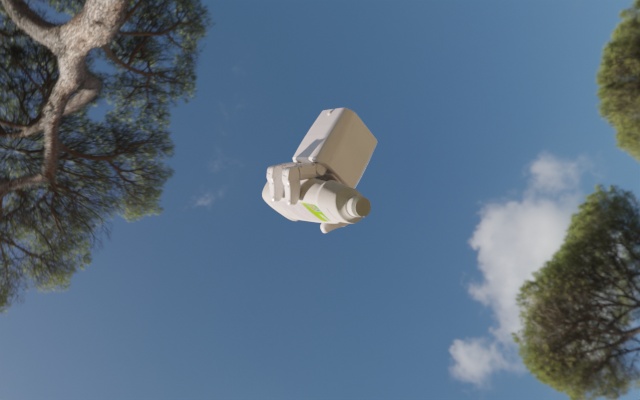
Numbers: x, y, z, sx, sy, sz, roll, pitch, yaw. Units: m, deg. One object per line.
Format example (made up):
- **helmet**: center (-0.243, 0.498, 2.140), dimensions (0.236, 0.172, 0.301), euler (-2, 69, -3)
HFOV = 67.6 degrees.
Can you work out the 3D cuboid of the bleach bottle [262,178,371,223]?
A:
- **bleach bottle**: center (0.000, 0.003, 0.788), dimensions (0.102, 0.068, 0.251), euler (36, -14, -30)
